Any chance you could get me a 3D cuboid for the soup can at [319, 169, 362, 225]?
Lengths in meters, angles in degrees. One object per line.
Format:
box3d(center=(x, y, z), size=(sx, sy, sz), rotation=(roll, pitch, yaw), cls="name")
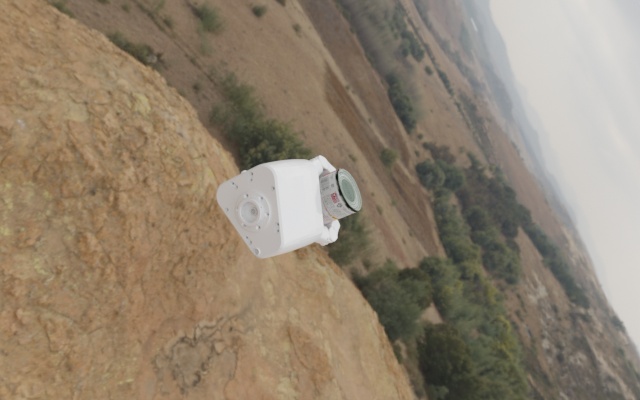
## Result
box3d(center=(0.001, 0.002, 0.700), size=(0.102, 0.068, 0.068), rotation=(-23, -11, 25), cls="soup can")
